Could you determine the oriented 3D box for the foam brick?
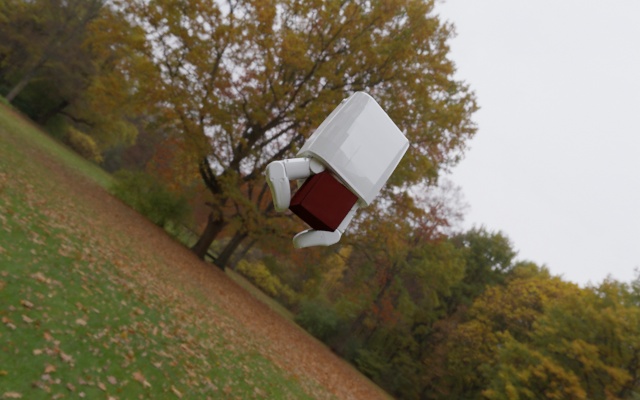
[{"bbox_3d":[0.000,0.002,0.570,0.053,0.051,0.078,40,-11,-12],"label":"foam brick"}]
